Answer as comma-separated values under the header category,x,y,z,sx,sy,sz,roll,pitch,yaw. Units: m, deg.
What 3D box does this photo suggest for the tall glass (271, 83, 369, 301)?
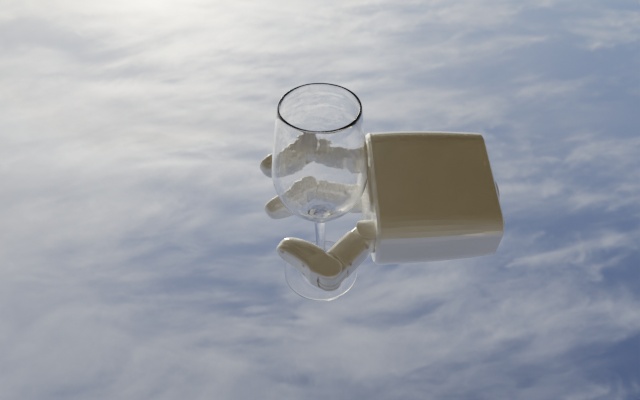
category,x,y,z,sx,sy,sz,roll,pitch,yaw
tall glass,0.000,0.002,0.413,0.079,0.079,0.201,0,-44,1
